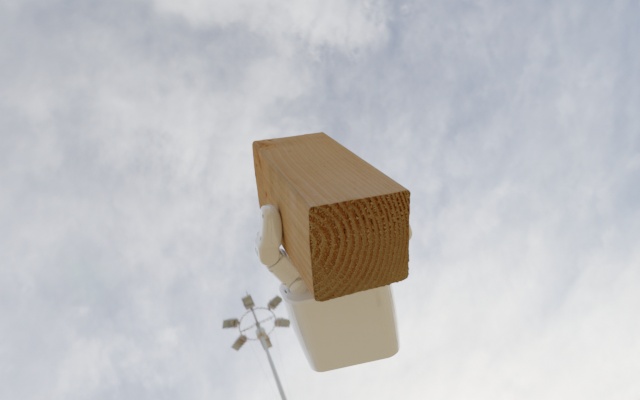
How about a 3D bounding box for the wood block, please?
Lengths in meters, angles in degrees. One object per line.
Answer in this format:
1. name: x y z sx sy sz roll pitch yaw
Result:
1. wood block: 0.000 0.002 0.483 0.091 0.090 0.206 -11 24 -17
